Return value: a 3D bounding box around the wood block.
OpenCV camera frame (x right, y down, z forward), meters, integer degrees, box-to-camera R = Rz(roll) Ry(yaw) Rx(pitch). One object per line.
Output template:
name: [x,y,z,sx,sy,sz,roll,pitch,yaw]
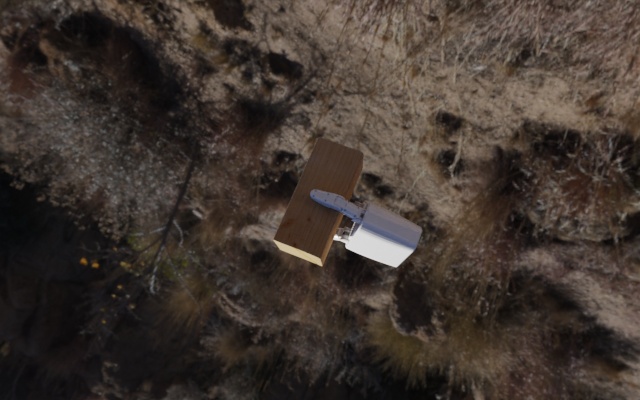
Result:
wood block: [0.000,0.003,0.876,0.090,0.206,0.091,21,-14,9]
